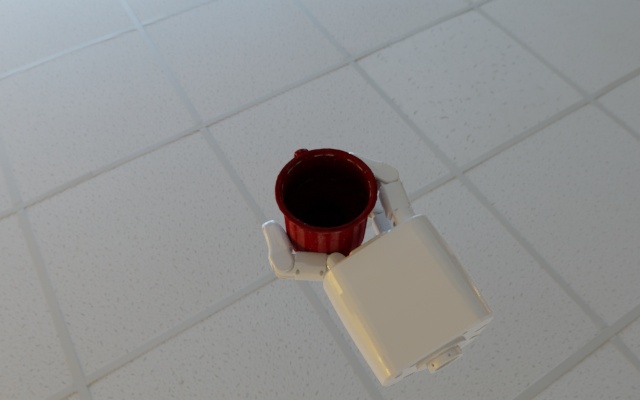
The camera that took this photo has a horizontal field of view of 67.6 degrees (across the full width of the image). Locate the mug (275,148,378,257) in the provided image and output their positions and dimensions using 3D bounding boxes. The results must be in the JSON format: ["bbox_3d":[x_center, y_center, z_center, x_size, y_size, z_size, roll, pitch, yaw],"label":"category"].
[{"bbox_3d":[-0.001,0.001,0.469,0.093,0.117,0.082,-22,-30,-14],"label":"mug"}]
